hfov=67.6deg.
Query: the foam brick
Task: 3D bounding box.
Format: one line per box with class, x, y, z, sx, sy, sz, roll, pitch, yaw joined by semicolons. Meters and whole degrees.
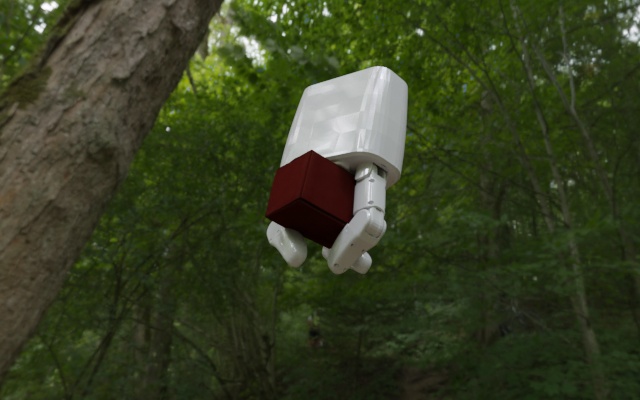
foam brick;0.000;0.001;0.420;0.078;0.051;0.053;29;-34;-31
